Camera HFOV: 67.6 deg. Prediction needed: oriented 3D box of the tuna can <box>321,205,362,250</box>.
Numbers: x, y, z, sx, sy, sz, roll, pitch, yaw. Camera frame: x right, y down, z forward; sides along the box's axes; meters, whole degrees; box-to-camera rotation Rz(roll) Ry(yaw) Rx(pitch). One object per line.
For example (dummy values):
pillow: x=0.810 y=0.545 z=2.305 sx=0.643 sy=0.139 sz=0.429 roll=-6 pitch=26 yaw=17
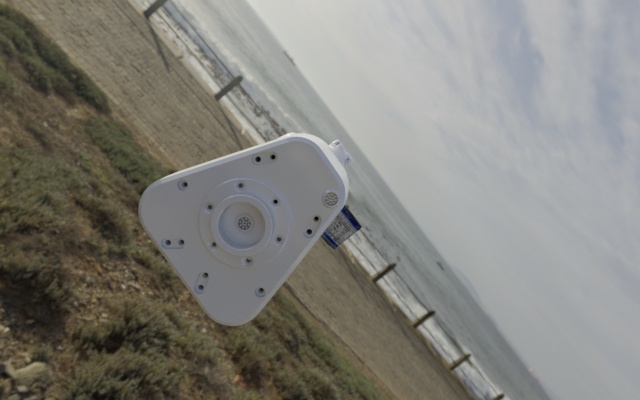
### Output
tuna can: x=0.001 y=0.001 z=0.440 sx=0.034 sy=0.086 sz=0.086 roll=-38 pitch=-2 yaw=2
